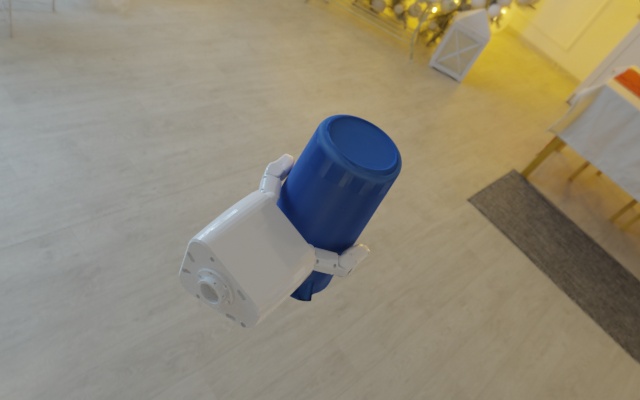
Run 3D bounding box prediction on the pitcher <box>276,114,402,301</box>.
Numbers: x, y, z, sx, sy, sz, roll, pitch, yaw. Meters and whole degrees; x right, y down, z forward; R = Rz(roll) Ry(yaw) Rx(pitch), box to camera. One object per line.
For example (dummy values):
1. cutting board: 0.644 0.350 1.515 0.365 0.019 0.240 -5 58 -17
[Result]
1. pitcher: 0.000 0.002 0.626 0.145 0.149 0.243 -38 -15 -46
